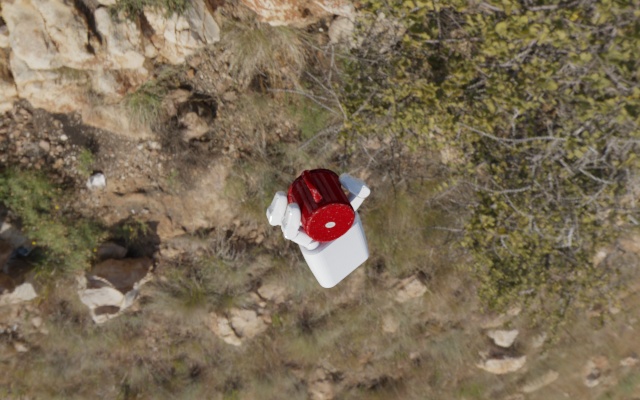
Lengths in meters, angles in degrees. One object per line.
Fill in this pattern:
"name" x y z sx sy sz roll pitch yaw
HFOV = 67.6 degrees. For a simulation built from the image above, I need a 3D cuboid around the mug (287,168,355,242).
"mug" 0.000 0.002 0.735 0.093 0.117 0.081 -25 44 -3
